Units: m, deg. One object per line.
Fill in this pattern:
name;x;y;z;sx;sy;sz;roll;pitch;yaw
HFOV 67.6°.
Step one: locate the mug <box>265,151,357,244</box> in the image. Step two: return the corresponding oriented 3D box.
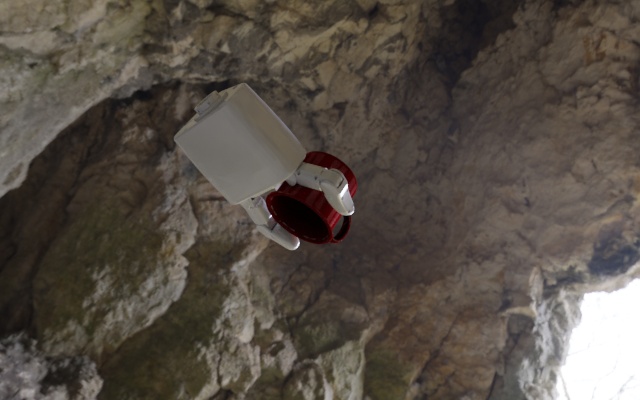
mug;0.001;0.003;0.594;0.093;0.081;0.117;-7;-49;50
